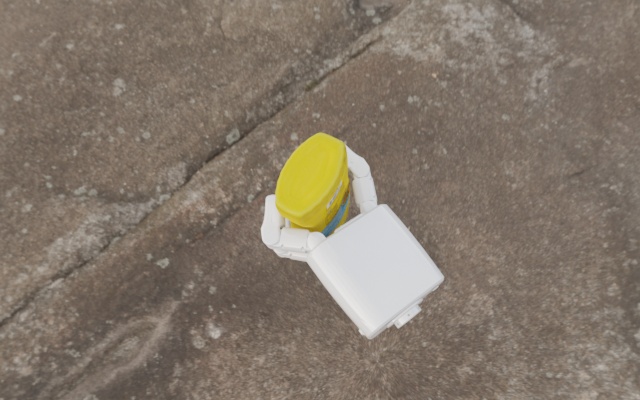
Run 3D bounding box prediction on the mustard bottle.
[{"bbox_3d":[0.000,0.002,0.568,0.058,0.096,0.192,25,-14,14],"label":"mustard bottle"}]
